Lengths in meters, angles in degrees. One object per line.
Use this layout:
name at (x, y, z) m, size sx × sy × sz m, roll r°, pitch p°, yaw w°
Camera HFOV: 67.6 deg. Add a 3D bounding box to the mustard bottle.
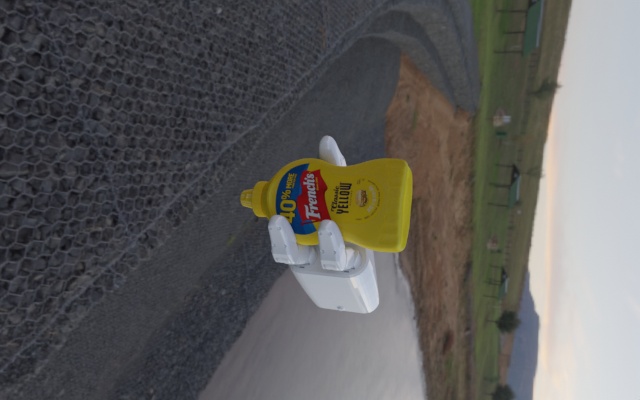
mustard bottle at (0.000, 0.002, 0.524) m, size 0.191 × 0.096 × 0.058 m, roll 3°, pitch -12°, yaw 21°
